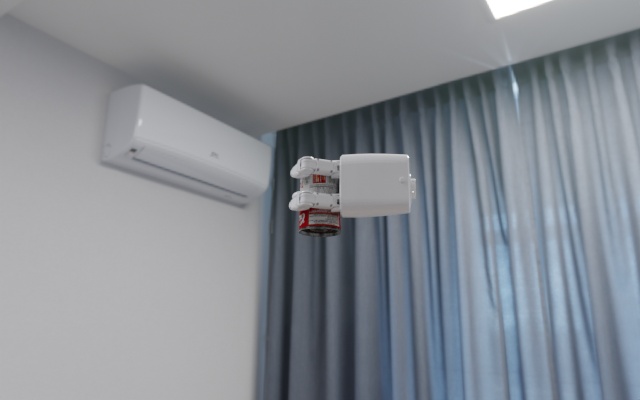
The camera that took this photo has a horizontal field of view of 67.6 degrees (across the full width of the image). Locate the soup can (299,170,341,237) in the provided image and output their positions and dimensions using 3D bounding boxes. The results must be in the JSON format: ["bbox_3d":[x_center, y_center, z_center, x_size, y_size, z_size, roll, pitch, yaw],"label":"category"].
[{"bbox_3d":[0.000,0.002,0.773,0.068,0.102,0.068,1,-15,0],"label":"soup can"}]
